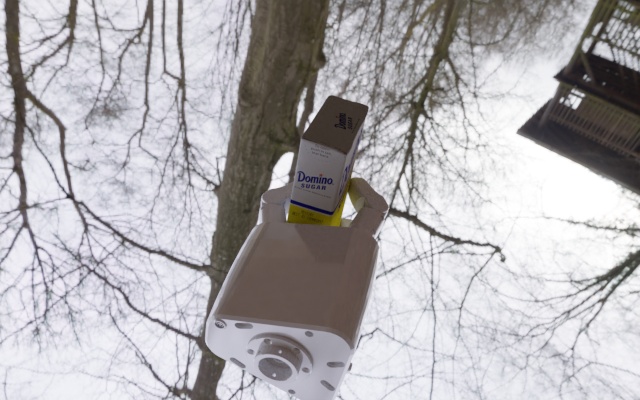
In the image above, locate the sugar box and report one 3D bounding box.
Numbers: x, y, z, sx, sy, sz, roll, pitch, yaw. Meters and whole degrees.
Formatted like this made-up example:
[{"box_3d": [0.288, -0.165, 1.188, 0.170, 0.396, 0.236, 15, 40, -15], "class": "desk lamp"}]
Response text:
[{"box_3d": [0.001, 0.002, 0.450, 0.048, 0.176, 0.093, 19, 37, 5], "class": "sugar box"}]
